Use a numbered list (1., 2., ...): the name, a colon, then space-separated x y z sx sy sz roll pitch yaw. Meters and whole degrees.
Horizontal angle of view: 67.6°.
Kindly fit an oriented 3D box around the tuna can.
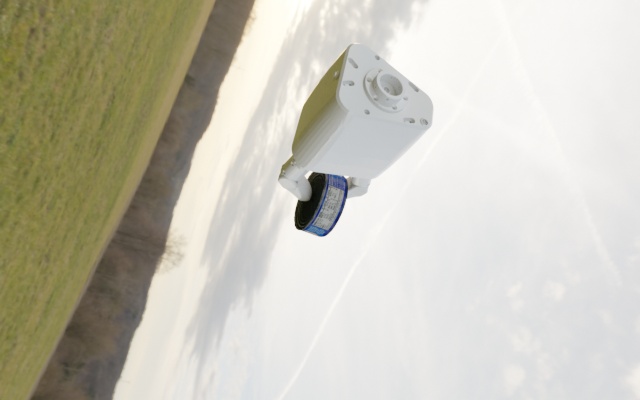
1. tuna can: 0.001 0.002 0.600 0.034 0.086 0.086 21 -7 -20
